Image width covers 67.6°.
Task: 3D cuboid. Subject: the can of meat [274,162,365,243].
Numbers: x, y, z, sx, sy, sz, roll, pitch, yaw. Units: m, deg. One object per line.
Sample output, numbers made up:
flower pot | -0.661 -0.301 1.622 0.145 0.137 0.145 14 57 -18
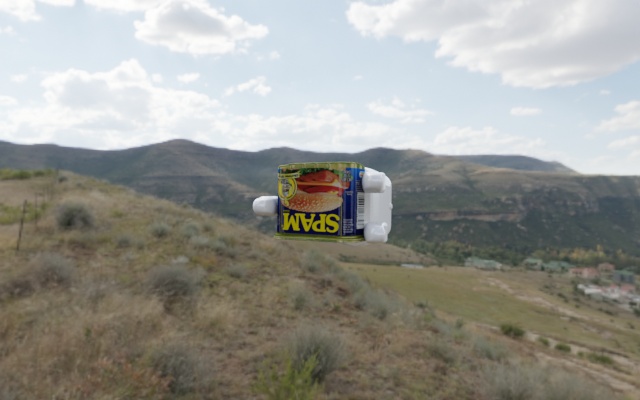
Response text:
can of meat | 0.000 0.001 0.529 0.102 0.084 0.057 1 0 27
